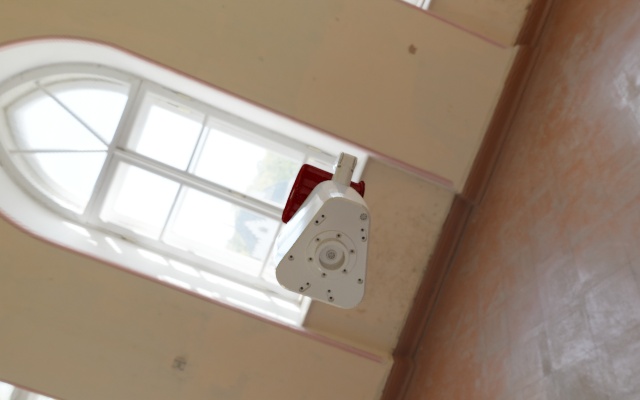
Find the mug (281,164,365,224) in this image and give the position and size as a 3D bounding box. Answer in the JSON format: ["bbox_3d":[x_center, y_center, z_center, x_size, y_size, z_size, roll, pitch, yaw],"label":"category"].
[{"bbox_3d":[0.000,0.002,0.621,0.081,0.093,0.117,21,6,-7],"label":"mug"}]
